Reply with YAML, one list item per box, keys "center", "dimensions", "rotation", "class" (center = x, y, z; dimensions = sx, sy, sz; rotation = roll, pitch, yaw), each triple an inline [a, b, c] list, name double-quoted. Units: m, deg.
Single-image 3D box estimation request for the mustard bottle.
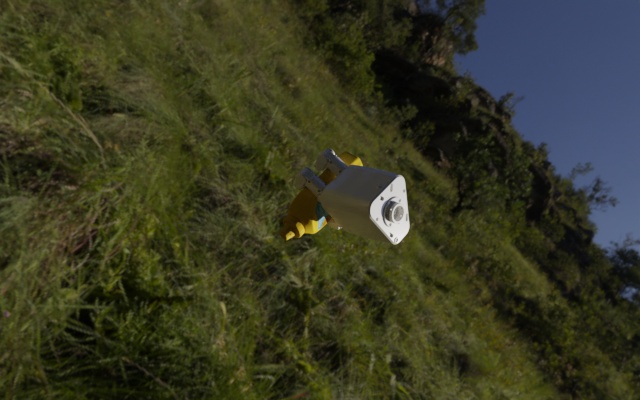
- center: [0.000, 0.002, 0.842]
  dimensions: [0.058, 0.096, 0.191]
  rotation: [32, 60, 26]
  class: "mustard bottle"
